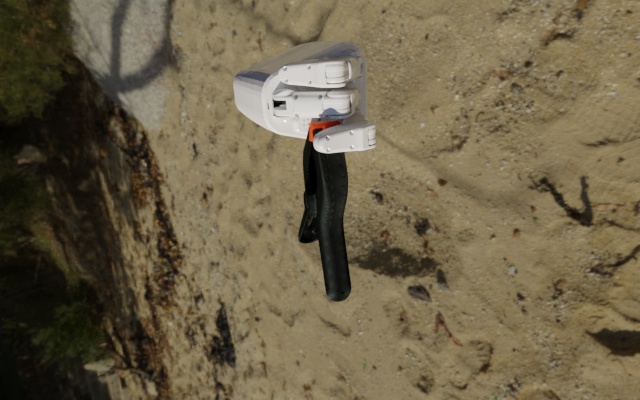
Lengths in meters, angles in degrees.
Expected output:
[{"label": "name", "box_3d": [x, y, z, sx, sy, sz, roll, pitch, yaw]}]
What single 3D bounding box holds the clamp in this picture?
[{"label": "clamp", "box_3d": [0.000, 0.002, 0.479, 0.039, 0.171, 0.120, -8, 21, -23]}]
